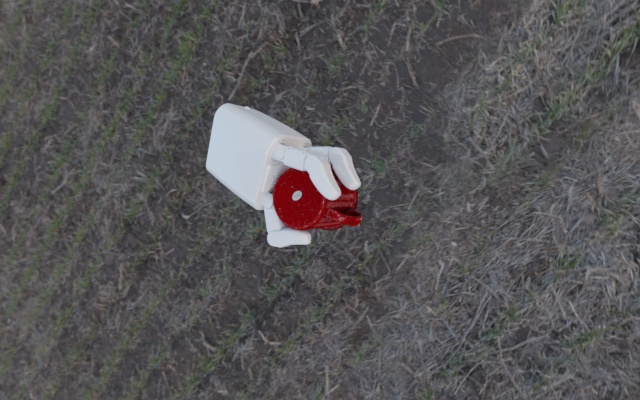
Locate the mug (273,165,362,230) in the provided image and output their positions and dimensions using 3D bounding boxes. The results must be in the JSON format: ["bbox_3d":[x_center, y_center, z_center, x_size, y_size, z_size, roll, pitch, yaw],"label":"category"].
[{"bbox_3d":[0.001,0.003,0.623,0.117,0.093,0.081,33,17,25],"label":"mug"}]
